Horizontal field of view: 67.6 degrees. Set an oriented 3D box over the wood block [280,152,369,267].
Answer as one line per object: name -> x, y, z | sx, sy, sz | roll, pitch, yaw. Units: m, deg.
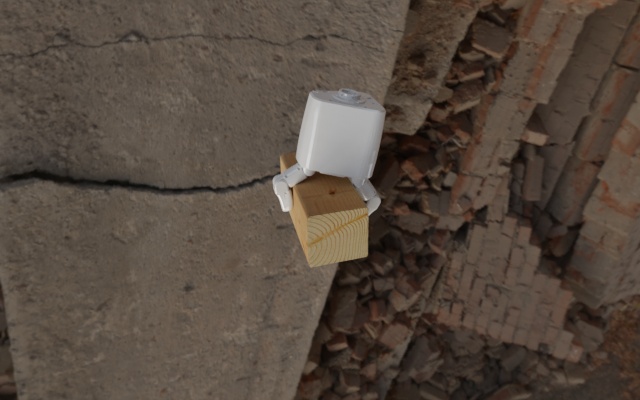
wood block -> 0.000, 0.002, 0.760 | 0.091, 0.090, 0.206 | -9, 32, -11
